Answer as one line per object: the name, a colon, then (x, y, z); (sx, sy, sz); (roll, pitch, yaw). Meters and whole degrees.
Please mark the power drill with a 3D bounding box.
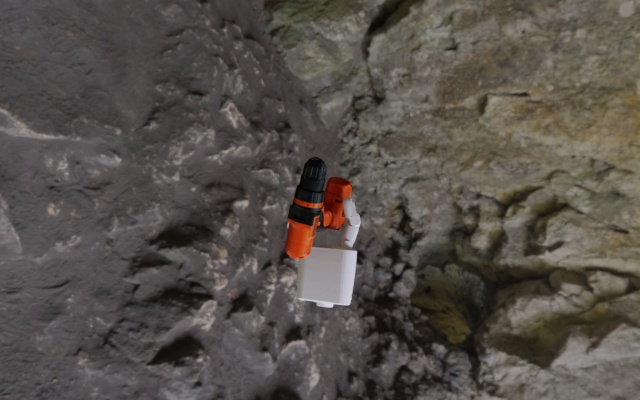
power drill: (0.000, 0.003, 0.896); (0.057, 0.184, 0.187); (20, 16, 20)
